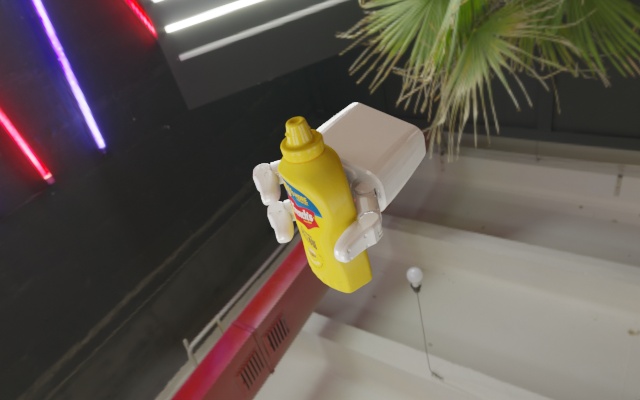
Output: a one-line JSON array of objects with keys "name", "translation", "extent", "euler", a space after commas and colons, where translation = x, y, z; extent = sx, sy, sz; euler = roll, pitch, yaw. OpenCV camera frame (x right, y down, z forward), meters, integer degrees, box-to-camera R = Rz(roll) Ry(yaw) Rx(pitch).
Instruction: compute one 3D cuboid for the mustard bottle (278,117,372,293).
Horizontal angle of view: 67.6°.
[{"name": "mustard bottle", "translation": [0.000, 0.002, 0.489], "extent": [0.058, 0.192, 0.096], "euler": [-28, 38, -16]}]
